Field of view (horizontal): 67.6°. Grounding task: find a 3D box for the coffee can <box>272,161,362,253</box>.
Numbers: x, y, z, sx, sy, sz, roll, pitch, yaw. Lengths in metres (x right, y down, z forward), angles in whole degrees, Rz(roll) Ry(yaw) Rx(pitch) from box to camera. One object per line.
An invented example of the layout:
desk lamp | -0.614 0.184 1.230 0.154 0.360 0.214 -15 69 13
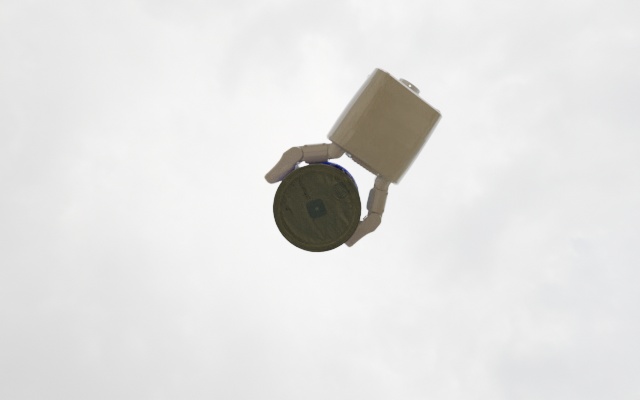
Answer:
coffee can | 0.000 0.002 0.613 0.103 0.103 0.140 0 6 4
